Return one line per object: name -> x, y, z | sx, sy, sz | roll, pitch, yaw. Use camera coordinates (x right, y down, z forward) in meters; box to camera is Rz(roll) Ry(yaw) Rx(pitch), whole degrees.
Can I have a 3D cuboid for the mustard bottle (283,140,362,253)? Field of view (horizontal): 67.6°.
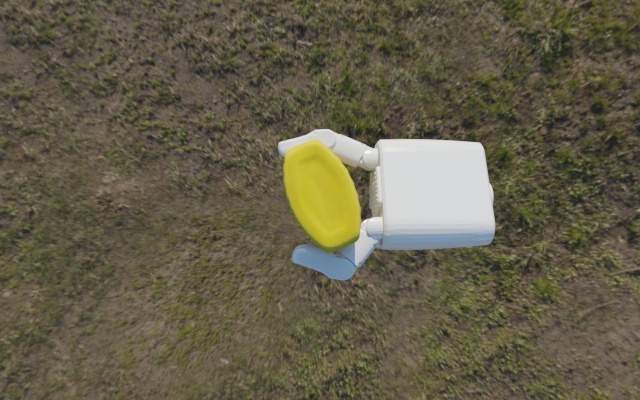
mustard bottle -> 0.000, 0.002, 0.490 | 0.058, 0.096, 0.191 | -24, -3, -2
